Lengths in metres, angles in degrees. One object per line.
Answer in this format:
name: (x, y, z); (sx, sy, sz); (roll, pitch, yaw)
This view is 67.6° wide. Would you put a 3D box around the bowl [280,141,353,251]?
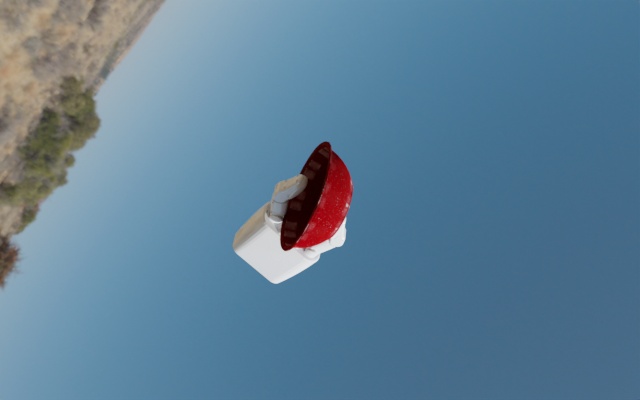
bowl: (0.001, 0.002, 0.663); (0.055, 0.162, 0.162); (21, -6, -15)
